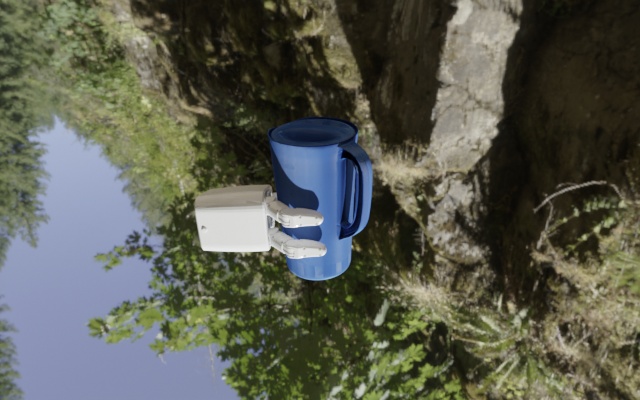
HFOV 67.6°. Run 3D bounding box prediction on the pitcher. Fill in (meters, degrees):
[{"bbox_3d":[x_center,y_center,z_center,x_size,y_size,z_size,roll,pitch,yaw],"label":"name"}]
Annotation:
[{"bbox_3d":[0.000,0.002,0.741,0.145,0.243,0.149,-3,27,0],"label":"pitcher"}]
